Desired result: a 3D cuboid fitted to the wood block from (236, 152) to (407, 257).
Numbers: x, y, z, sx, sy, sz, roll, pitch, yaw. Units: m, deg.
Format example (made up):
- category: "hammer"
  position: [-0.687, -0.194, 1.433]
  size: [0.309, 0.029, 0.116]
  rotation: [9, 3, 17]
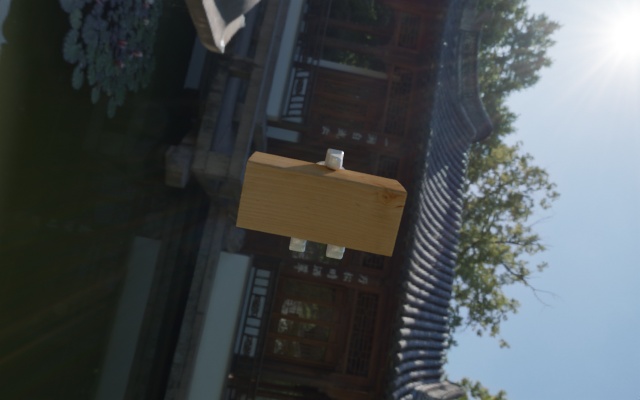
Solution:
- category: "wood block"
  position: [0.000, 0.002, 0.648]
  size: [0.206, 0.091, 0.090]
  rotation: [11, 13, -3]
